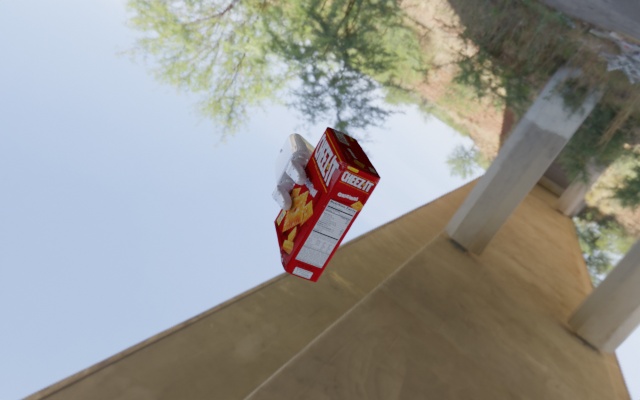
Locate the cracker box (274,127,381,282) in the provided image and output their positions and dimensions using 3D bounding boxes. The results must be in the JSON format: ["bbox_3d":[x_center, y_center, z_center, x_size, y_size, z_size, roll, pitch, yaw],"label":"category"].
[{"bbox_3d":[0.000,0.003,0.811,0.072,0.214,0.164,21,22,-21],"label":"cracker box"}]
